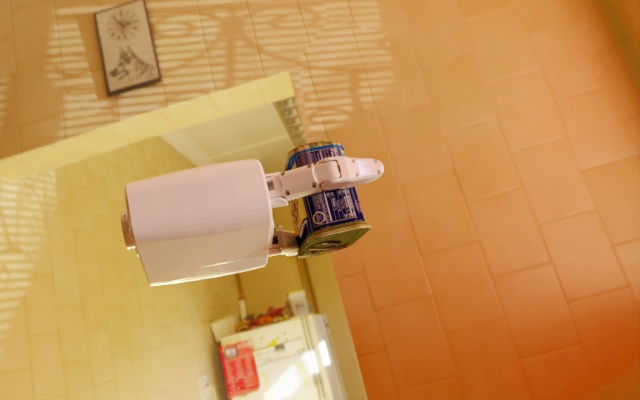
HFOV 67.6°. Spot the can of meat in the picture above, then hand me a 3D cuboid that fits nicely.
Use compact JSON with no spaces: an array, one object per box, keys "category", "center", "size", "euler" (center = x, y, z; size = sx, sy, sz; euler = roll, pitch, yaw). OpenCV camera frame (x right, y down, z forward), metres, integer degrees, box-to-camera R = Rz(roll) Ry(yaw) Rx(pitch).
[{"category":"can of meat","center":[0.000,0.001,0.447],"size":[0.057,0.084,0.102],"euler":[-12,-14,-14]}]
